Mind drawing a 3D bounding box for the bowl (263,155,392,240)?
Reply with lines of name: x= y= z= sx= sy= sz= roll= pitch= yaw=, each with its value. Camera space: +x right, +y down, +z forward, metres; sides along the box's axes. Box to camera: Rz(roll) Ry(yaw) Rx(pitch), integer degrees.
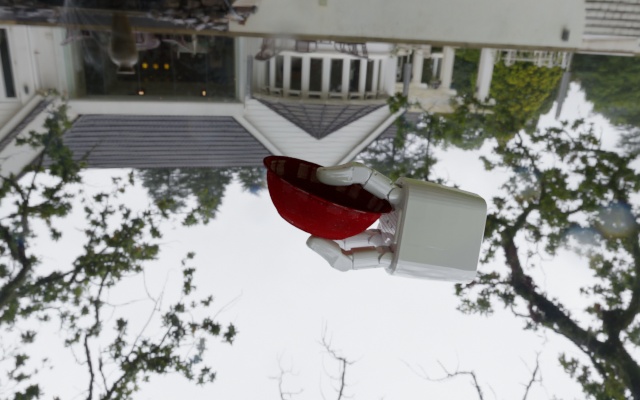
bowl: x=-0.001 y=0.002 z=0.567 sx=0.162 sy=0.055 sz=0.162 roll=21 pitch=15 yaw=-6
